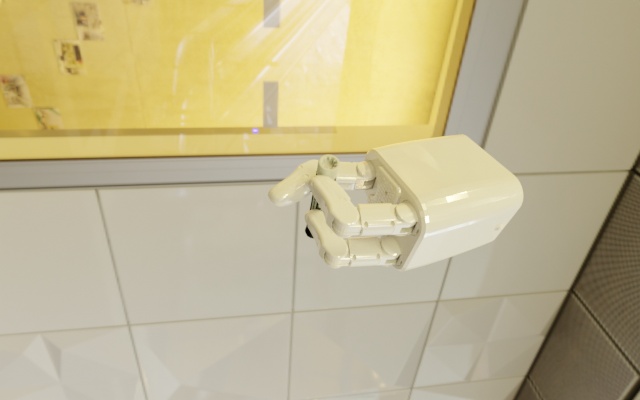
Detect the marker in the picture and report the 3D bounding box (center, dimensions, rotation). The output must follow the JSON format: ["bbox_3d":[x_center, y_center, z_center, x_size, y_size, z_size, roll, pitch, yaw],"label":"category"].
[{"bbox_3d":[0.000,0.002,0.458,0.020,0.020,0.121,0,-35,-9],"label":"marker"}]
